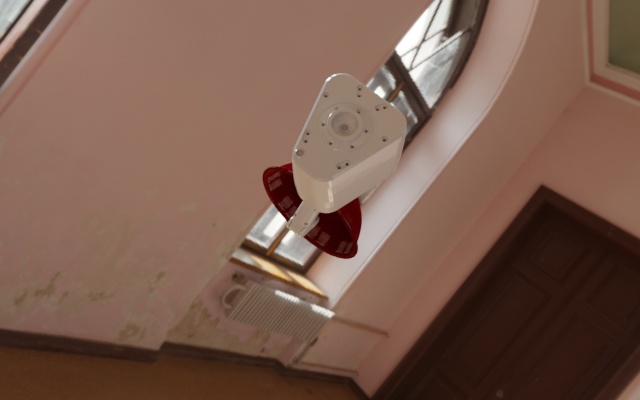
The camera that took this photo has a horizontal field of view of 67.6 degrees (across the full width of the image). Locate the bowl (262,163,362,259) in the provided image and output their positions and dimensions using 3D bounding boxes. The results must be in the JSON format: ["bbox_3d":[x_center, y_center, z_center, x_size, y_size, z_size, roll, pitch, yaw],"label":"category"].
[{"bbox_3d":[0.000,0.002,0.633,0.055,0.162,0.162,-46,22,-23],"label":"bowl"}]
